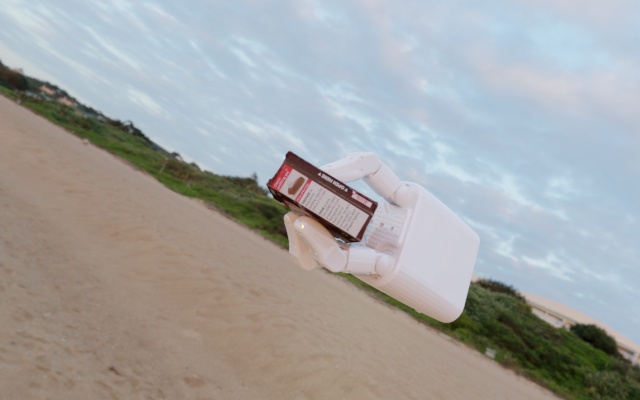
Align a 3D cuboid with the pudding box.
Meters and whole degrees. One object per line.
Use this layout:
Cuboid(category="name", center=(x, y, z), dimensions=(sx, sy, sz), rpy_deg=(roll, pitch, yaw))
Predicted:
Cuboid(category="pudding box", center=(0.000, 0.001, 0.434), dimensions=(0.090, 0.039, 0.113), rpy_deg=(30, -8, 1))
